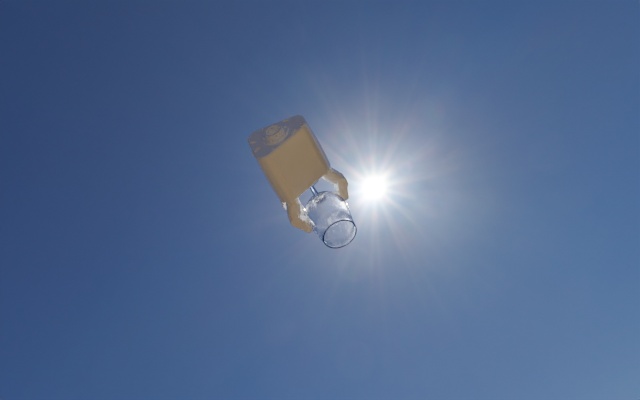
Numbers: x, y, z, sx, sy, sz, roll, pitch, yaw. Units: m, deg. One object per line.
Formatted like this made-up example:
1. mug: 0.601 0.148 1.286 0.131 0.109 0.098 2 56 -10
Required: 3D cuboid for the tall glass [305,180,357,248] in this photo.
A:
1. tall glass: 0.000 0.003 0.886 0.079 0.079 0.201 0 34 -24
